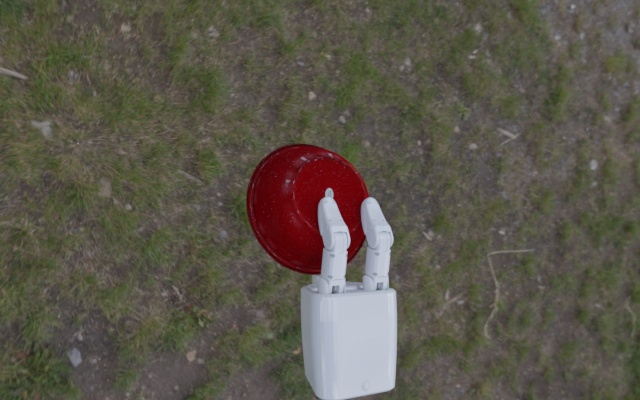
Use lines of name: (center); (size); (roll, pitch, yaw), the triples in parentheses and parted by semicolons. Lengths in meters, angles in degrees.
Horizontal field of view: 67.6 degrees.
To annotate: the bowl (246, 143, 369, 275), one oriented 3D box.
bowl: (0.000, 0.000, 0.548); (0.162, 0.162, 0.055); (0, -15, -27)
